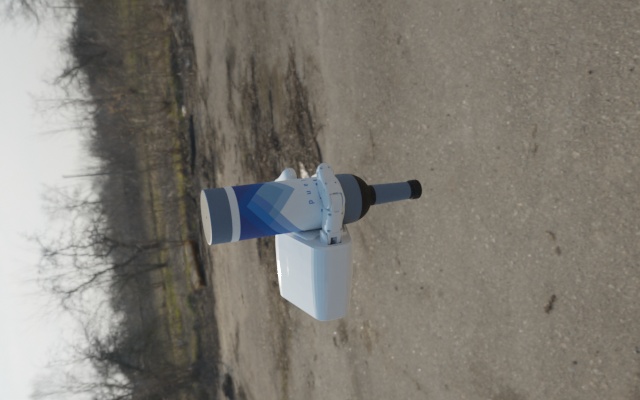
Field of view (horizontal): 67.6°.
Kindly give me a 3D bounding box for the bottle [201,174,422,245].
[{"bbox_3d":[0.000,0.002,0.617,0.295,0.069,0.069,-8,3,-22],"label":"bottle"}]
